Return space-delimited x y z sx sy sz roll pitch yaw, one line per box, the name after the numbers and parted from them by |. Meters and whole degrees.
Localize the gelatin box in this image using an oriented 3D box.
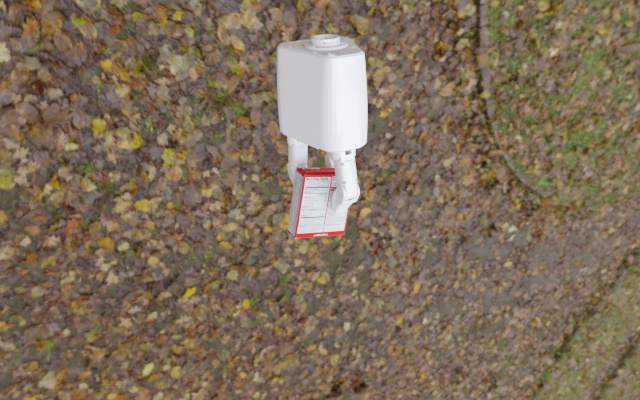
0.000 0.002 0.612 0.073 0.089 0.030 -2 23 -28 | gelatin box
